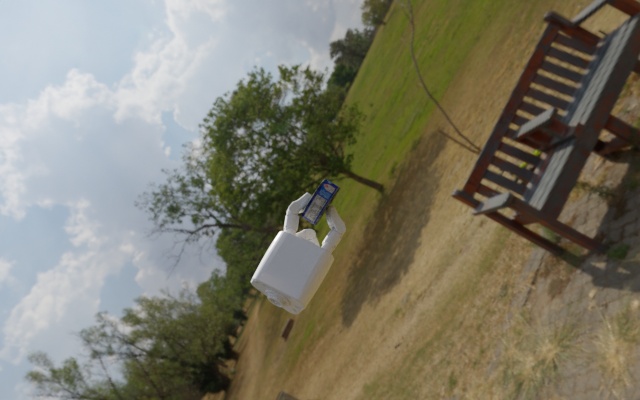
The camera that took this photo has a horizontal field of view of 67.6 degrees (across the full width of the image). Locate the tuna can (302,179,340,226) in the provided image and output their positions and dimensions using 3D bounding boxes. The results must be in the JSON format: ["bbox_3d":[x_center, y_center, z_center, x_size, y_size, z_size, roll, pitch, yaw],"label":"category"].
[{"bbox_3d":[0.000,0.003,0.893,0.034,0.086,0.086,33,2,3],"label":"tuna can"}]
